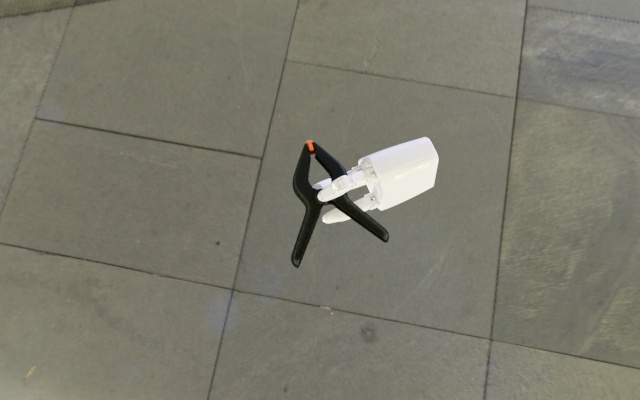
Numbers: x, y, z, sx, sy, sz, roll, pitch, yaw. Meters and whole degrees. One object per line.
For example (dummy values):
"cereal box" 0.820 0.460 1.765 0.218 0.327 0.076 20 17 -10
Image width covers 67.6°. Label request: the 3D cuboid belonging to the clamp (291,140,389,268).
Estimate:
"clamp" 0.000 0.002 0.796 0.164 0.210 0.036 -22 -13 -7
